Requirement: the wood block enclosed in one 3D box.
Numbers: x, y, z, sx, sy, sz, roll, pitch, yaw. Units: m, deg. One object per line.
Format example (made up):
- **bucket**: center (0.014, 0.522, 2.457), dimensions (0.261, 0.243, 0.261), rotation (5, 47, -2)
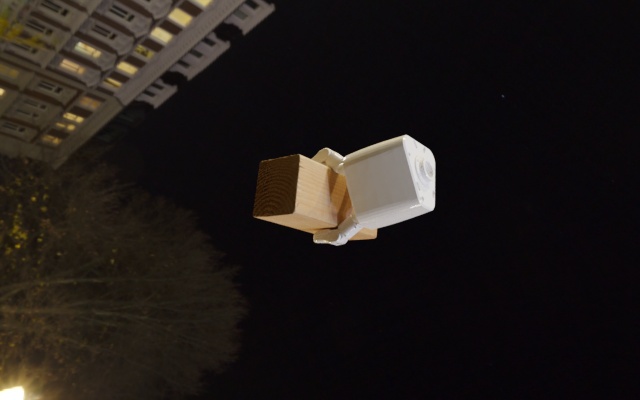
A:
- **wood block**: center (0.000, 0.003, 0.776), dimensions (0.090, 0.090, 0.206), rotation (-6, -17, 40)
